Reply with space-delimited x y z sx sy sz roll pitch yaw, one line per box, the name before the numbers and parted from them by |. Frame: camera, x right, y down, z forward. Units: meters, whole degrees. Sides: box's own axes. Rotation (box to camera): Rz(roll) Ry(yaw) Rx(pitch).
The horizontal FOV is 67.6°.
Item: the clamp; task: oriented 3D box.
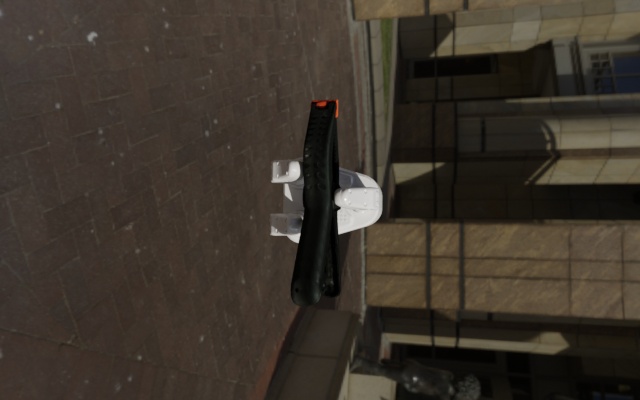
clamp | 0.001 0.001 0.464 0.036 0.210 0.164 0 -2 8
